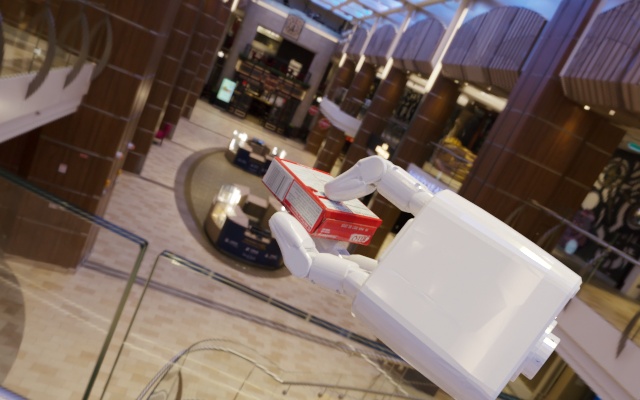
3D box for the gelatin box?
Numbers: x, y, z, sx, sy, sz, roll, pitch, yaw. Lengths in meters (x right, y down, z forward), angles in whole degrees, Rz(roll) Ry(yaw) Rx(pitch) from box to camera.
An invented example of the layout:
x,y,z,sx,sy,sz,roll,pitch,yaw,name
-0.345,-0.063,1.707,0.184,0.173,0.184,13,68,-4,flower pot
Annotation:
x,y,z,sx,sy,sz,roll,pitch,yaw,name
0.000,0.001,0.425,0.073,0.030,0.089,13,24,-45,gelatin box
